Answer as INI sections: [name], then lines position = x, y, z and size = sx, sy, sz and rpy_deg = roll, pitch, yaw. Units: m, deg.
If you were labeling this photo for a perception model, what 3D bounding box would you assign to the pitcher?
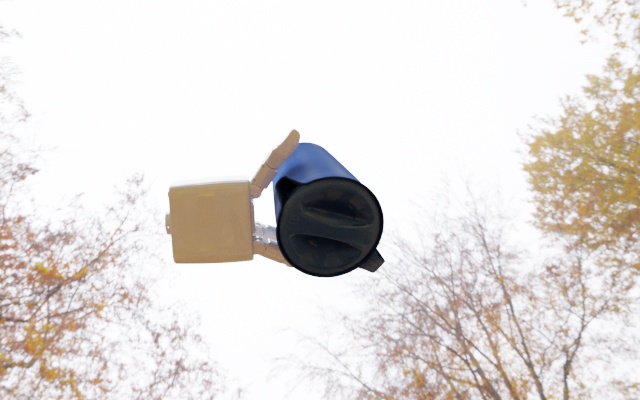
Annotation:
[pitcher]
position = 0.000, 0.002, 0.680
size = 0.145, 0.149, 0.242
rpy_deg = -5, 21, -8
